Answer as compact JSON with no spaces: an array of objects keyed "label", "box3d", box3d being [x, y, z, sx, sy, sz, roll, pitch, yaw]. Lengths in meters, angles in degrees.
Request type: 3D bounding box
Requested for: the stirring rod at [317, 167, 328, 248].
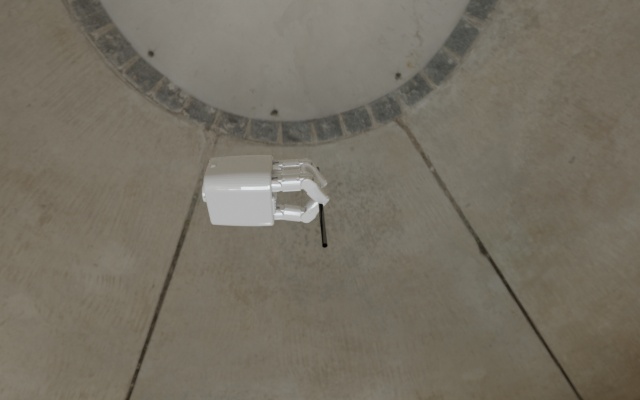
[{"label":"stirring rod","box3d":[0.000,0.003,0.783,0.011,0.011,0.239,0,31,-3]}]
